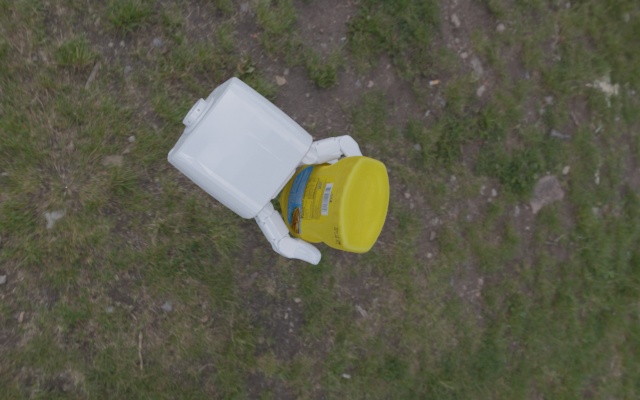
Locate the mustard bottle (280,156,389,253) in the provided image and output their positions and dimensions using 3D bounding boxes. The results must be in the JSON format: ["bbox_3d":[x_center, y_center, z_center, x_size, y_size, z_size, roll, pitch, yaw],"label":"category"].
[{"bbox_3d":[0.000,0.002,0.550,0.058,0.096,0.191,11,-4,-28],"label":"mustard bottle"}]
